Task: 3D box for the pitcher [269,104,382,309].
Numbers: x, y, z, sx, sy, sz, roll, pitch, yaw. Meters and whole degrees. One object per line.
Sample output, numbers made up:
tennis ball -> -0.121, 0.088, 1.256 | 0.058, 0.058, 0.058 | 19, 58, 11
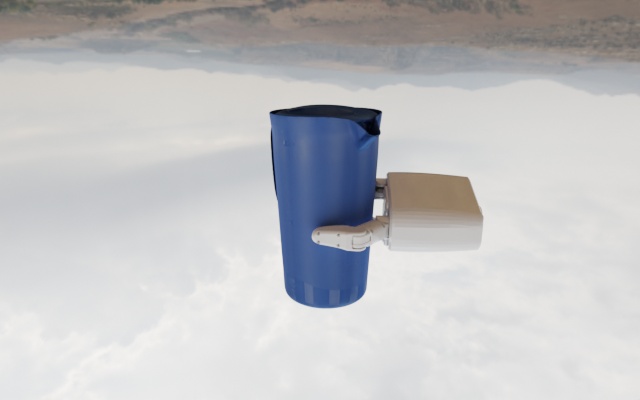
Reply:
pitcher -> 0.000, 0.002, 0.602 | 0.145, 0.243, 0.149 | 1, 16, 4
